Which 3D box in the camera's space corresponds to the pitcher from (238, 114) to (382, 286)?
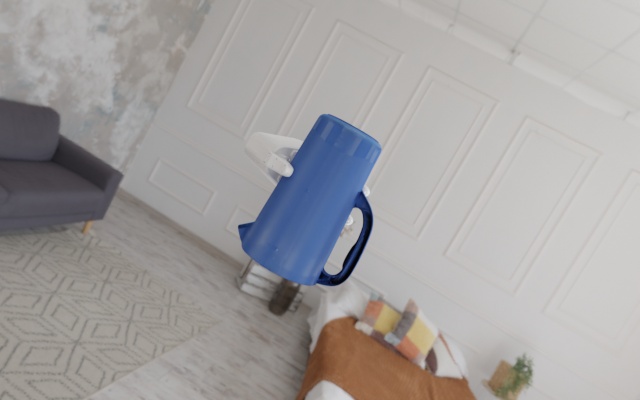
[{"bbox_3d":[0.000,0.002,0.727,0.149,0.243,0.145,25,7,-38],"label":"pitcher"}]
